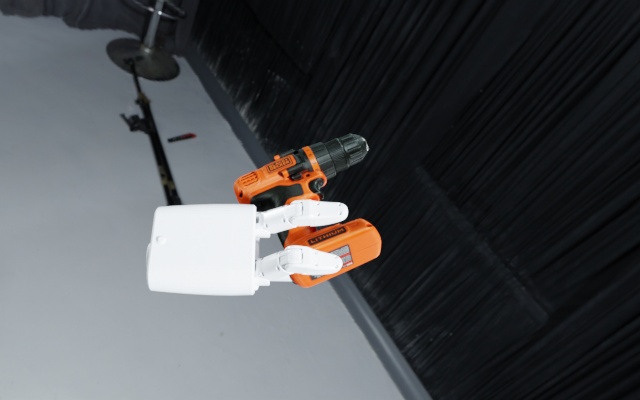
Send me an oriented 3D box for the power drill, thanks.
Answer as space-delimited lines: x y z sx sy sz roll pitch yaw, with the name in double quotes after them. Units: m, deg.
0.000 0.002 0.575 0.184 0.057 0.187 -24 43 -5 "power drill"
